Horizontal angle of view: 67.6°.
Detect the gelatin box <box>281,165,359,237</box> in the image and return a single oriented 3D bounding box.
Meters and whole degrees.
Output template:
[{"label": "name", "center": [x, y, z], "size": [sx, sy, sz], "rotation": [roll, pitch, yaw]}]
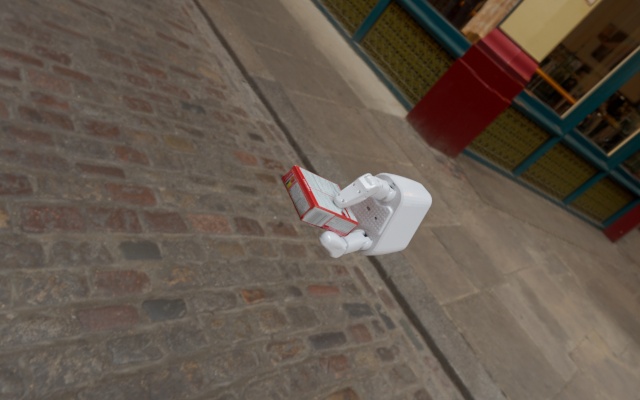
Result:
[{"label": "gelatin box", "center": [0.000, 0.002, 0.600], "size": [0.030, 0.073, 0.089], "rotation": [-44, -40, 21]}]
